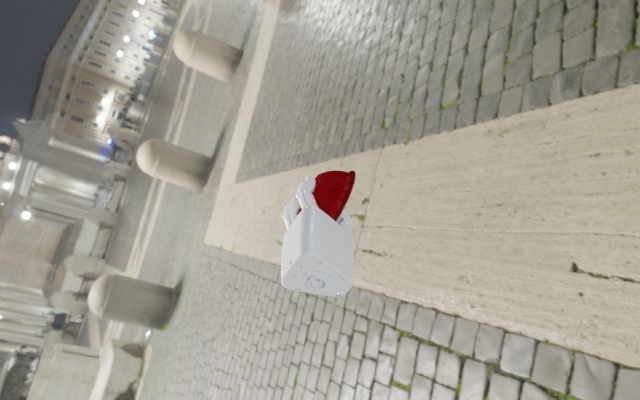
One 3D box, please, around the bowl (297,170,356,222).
[{"bbox_3d":[0.000,0.002,0.882,0.055,0.162,0.162,29,-6,-10],"label":"bowl"}]
